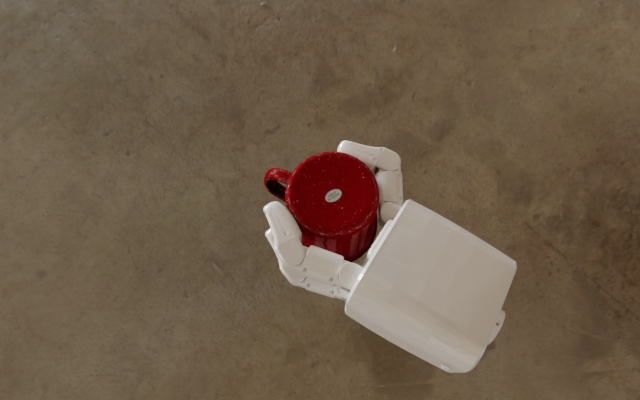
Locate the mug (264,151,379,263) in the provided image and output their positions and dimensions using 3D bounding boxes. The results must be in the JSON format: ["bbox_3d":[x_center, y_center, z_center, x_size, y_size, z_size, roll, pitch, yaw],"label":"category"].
[{"bbox_3d":[-0.001,0.001,0.444,0.117,0.093,0.081,28,-18,11],"label":"mug"}]
